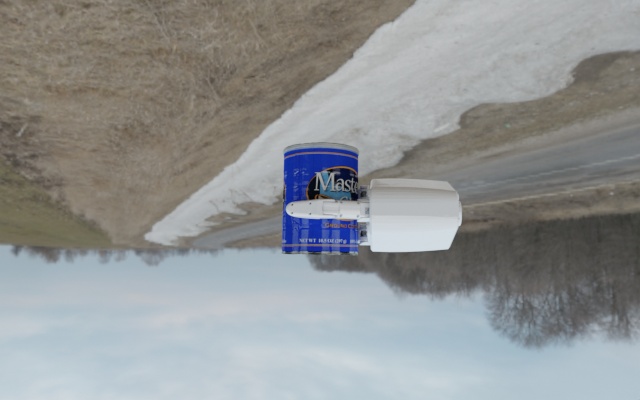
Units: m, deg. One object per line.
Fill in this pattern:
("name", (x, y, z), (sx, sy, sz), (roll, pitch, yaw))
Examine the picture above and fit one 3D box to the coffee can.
("coffee can", (0.000, 0.002, 0.638), (0.103, 0.140, 0.103), (1, -6, 0))
